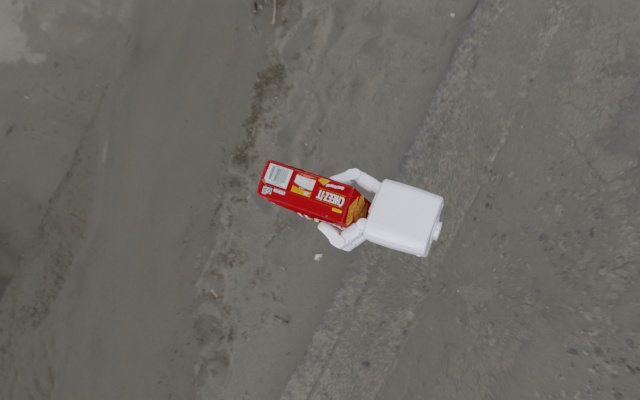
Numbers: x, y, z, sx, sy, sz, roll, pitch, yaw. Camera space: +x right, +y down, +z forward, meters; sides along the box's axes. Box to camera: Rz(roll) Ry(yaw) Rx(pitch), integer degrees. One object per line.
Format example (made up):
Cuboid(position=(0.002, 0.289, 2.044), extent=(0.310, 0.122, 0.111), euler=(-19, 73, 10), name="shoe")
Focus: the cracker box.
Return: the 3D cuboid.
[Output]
Cuboid(position=(0.000, 0.003, 0.880), extent=(0.164, 0.072, 0.214), euler=(18, -5, 18), name="cracker box")
